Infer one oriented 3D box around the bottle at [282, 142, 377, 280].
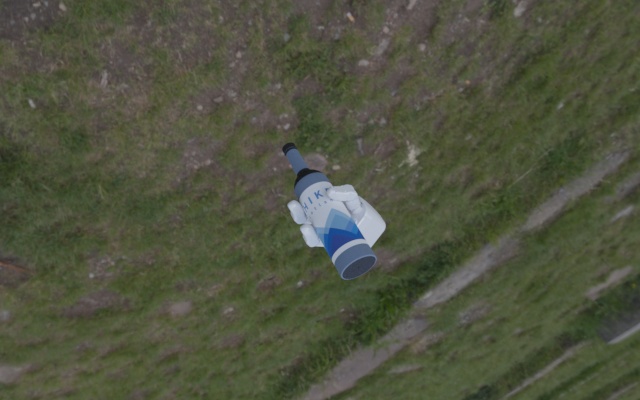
[{"bbox_3d":[0.000,0.003,0.858,0.069,0.295,0.069,-21,-34,-15],"label":"bottle"}]
